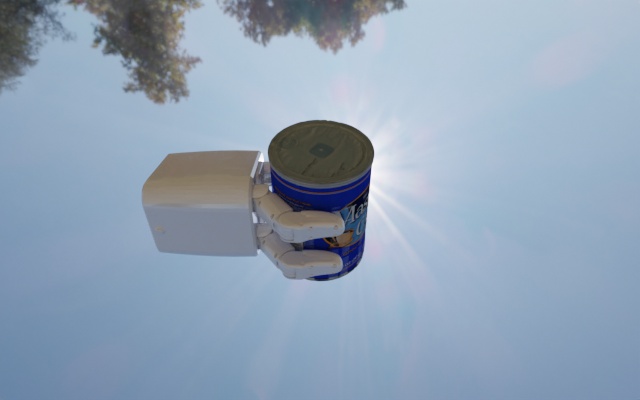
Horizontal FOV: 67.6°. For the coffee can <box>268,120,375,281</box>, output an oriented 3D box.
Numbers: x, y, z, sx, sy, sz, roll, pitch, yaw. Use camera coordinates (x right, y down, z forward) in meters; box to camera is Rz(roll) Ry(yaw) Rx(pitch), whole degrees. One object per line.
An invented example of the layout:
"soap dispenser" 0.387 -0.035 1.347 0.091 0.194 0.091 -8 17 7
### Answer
"coffee can" 0.000 0.001 0.504 0.103 0.140 0.102 0 43 0
